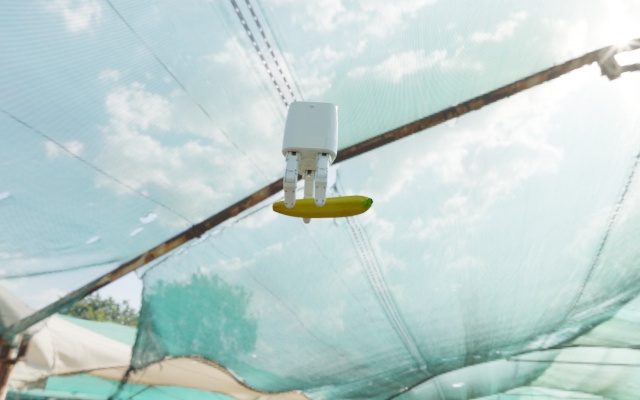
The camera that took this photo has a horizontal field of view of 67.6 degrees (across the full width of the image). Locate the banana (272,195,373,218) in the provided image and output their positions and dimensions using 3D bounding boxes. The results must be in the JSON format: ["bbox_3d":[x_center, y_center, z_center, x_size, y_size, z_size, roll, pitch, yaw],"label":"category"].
[{"bbox_3d":[0.011,0.009,0.854,0.198,0.037,0.070,-6,-22,26],"label":"banana"}]
